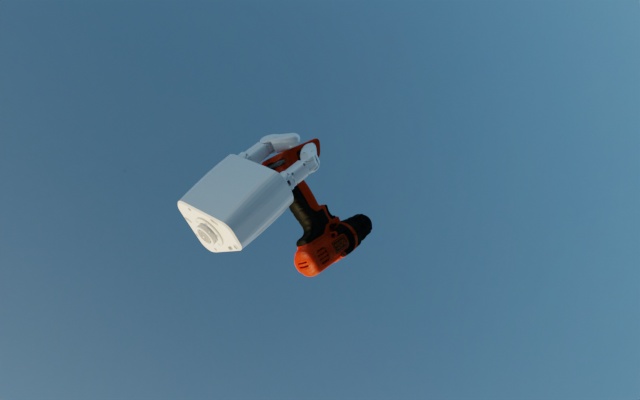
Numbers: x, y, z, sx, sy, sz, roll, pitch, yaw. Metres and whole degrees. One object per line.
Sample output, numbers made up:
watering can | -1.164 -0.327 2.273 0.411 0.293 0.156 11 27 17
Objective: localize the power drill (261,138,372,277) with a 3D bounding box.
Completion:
power drill | 0.000 0.002 0.739 0.057 0.187 0.184 -23 4 38
